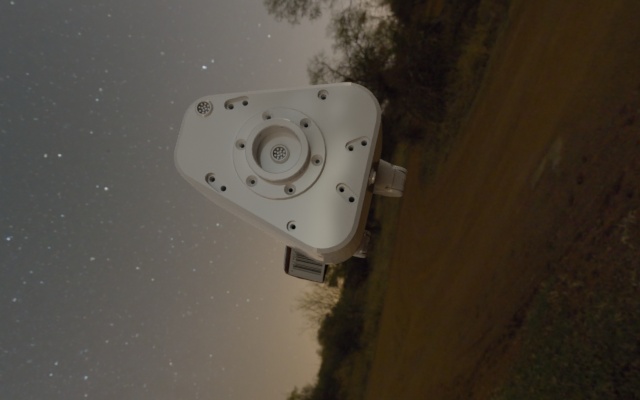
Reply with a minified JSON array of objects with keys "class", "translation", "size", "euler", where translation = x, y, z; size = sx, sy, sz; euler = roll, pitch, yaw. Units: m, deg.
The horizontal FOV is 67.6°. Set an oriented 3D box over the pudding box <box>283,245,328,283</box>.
[{"class":"pudding box","translation":[0.000,0.001,0.424],"size":[0.039,0.113,0.090],"euler":[13,21,5]}]
